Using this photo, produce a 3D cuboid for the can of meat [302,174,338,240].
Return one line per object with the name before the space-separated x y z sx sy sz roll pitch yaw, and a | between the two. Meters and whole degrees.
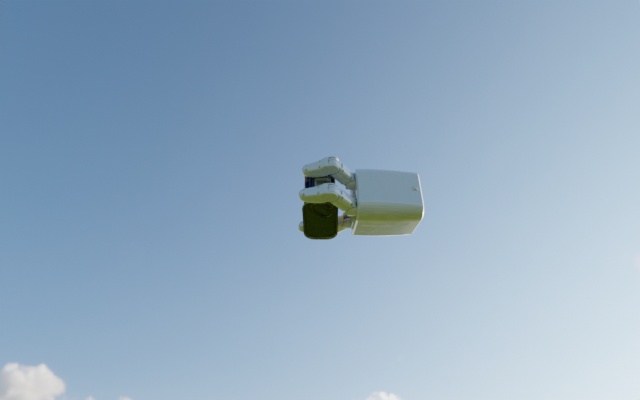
can of meat | 0.000 0.002 0.800 0.057 0.083 0.102 0 -39 1
